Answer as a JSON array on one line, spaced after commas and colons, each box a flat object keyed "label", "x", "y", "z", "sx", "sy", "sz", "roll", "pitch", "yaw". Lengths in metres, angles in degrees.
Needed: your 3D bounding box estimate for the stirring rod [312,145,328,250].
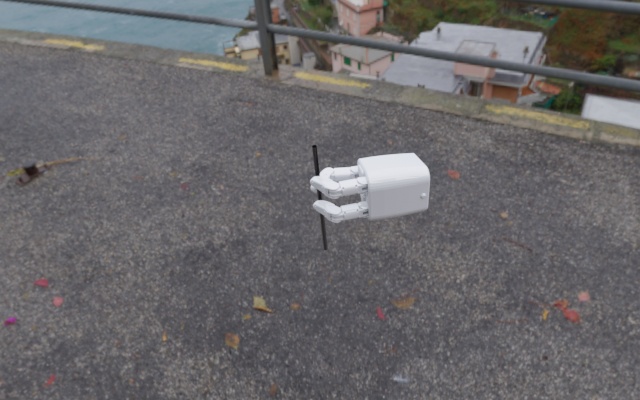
[{"label": "stirring rod", "x": 0.000, "y": 0.003, "z": 0.861, "sx": 0.011, "sy": 0.240, "sz": 0.011, "roll": -4, "pitch": 40, "yaw": 3}]
